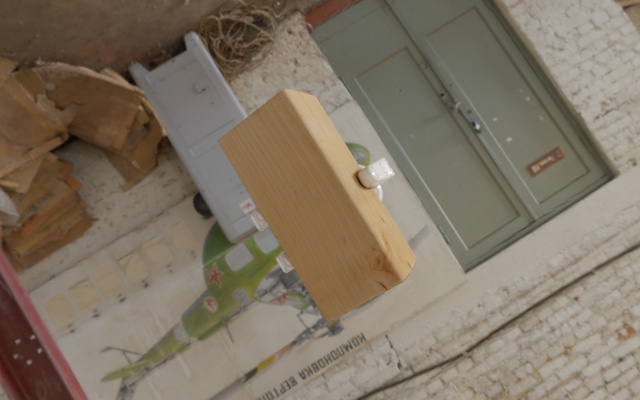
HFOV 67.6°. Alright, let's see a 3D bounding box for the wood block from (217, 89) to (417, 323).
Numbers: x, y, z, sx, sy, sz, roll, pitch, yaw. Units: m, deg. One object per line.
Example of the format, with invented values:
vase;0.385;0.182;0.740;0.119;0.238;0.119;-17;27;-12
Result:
wood block;0.001;0.001;0.483;0.091;0.206;0.090;-34;-5;20
